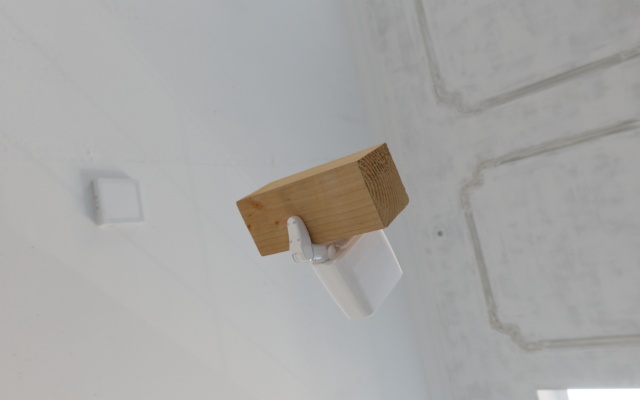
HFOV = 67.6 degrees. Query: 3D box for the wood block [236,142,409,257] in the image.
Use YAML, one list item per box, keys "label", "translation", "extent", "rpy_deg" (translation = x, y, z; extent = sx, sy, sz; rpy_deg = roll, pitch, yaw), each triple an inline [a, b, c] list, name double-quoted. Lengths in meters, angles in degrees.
- label: "wood block"
  translation: [0.000, 0.003, 0.647]
  extent: [0.206, 0.090, 0.090]
  rpy_deg: [-17, 12, 35]
